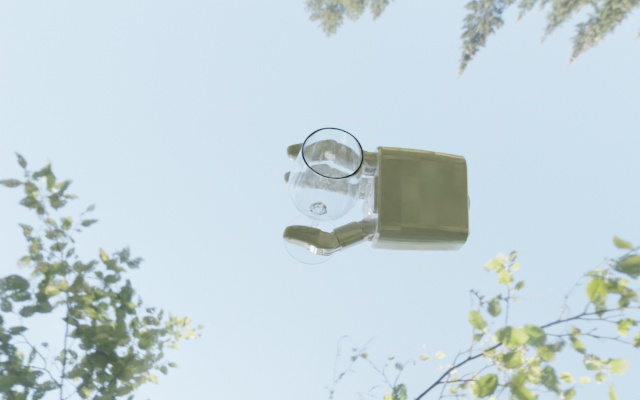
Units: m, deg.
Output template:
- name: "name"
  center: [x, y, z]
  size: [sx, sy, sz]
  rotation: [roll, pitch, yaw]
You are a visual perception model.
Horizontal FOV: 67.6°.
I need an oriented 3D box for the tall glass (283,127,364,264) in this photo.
- name: "tall glass"
  center: [0.000, 0.002, 0.549]
  size: [0.079, 0.079, 0.201]
  rotation: [0, -29, -8]
